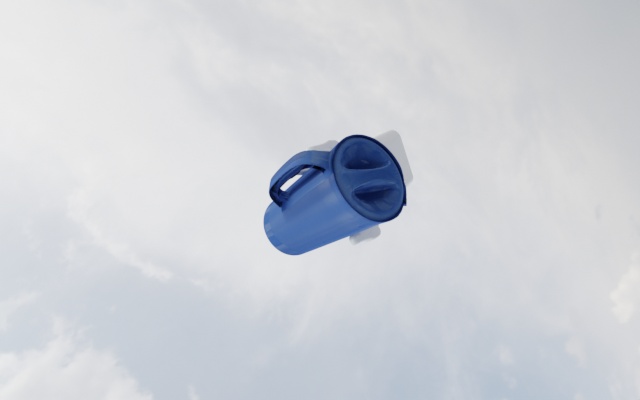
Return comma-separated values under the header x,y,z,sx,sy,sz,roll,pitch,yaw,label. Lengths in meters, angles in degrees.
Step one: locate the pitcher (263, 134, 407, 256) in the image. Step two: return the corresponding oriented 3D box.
x,y,z,sx,sy,sz,roll,pitch,yaw,label
0.000,0.002,0.748,0.145,0.149,0.243,-33,1,-41,pitcher
